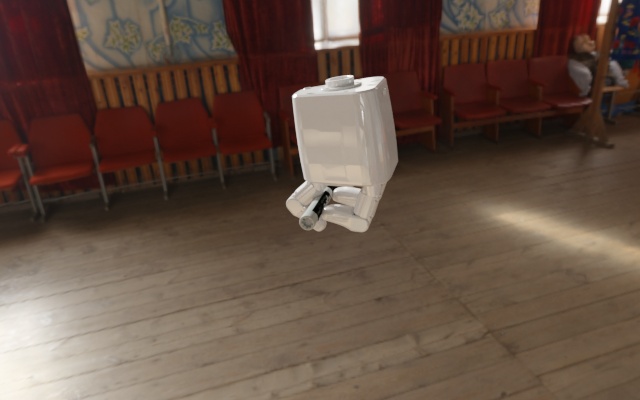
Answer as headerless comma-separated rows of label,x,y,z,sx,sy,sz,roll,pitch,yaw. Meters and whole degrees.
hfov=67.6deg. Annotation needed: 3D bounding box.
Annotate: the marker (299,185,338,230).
marker,0.000,0.002,0.598,0.020,0.020,0.121,0,23,17
